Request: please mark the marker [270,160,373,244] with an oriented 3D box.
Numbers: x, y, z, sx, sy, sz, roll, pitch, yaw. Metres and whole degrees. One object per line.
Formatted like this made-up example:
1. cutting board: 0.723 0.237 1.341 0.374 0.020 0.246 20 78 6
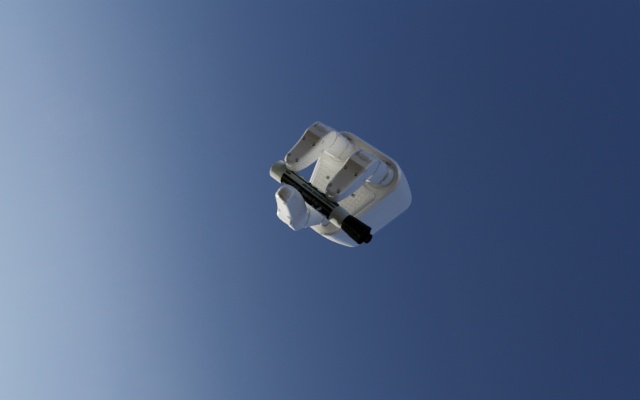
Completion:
1. marker: 0.000 0.001 0.448 0.121 0.020 0.020 37 17 24
